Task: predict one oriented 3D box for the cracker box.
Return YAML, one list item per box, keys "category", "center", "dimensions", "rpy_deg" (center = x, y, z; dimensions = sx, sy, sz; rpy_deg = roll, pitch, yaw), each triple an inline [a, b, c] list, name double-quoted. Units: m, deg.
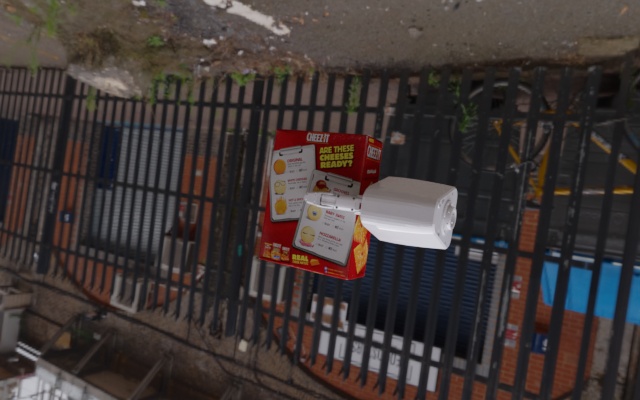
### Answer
- category: "cracker box"
  center: [0.000, 0.003, 0.754]
  dimensions: [0.164, 0.213, 0.072]
  rpy_deg: [9, 1, 29]
